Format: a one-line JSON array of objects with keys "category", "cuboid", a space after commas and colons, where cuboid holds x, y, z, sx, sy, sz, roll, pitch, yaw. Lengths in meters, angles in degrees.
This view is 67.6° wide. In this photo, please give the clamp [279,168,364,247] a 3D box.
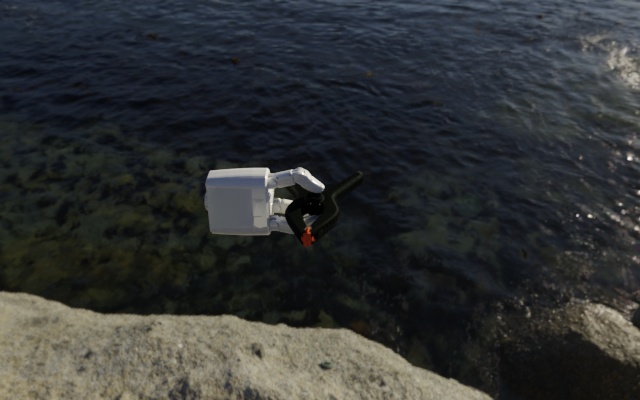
[{"category": "clamp", "cuboid": [0.000, 0.002, 0.843, 0.164, 0.036, 0.209, -2, 35, 1]}]
